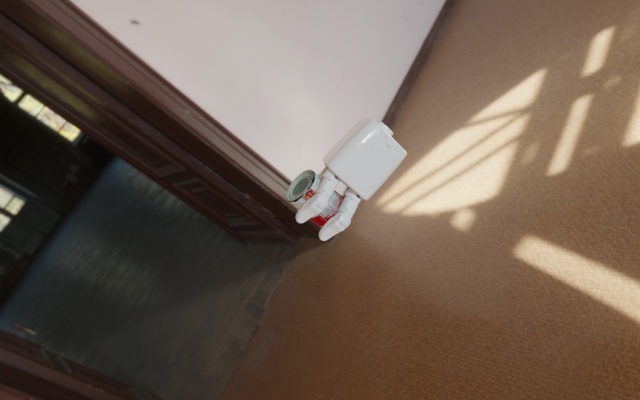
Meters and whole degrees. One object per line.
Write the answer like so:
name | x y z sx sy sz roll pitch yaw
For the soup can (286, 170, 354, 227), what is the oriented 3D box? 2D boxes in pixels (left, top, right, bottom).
soup can | 0.000 0.003 0.818 0.102 0.068 0.068 39 -21 -28
